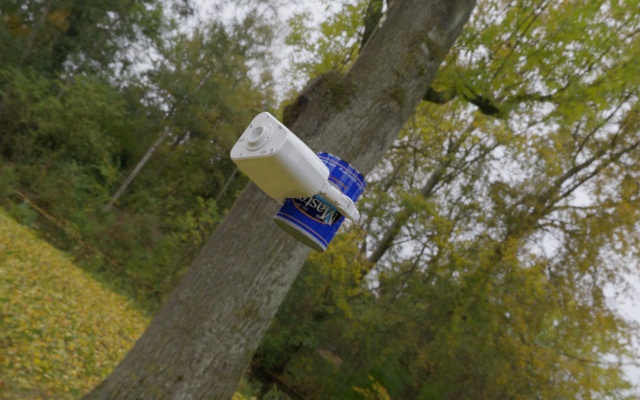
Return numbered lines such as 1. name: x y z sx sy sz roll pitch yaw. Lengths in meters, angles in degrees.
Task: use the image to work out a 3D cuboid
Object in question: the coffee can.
1. coffee can: 0.000 0.003 0.813 0.103 0.140 0.103 31 -13 8
